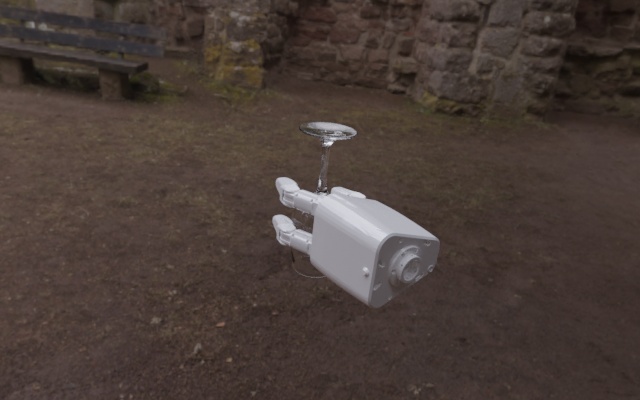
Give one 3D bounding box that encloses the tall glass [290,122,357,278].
[{"bbox_3d":[0.000,0.001,0.639,0.079,0.201,0.079,5,23,-2],"label":"tall glass"}]
